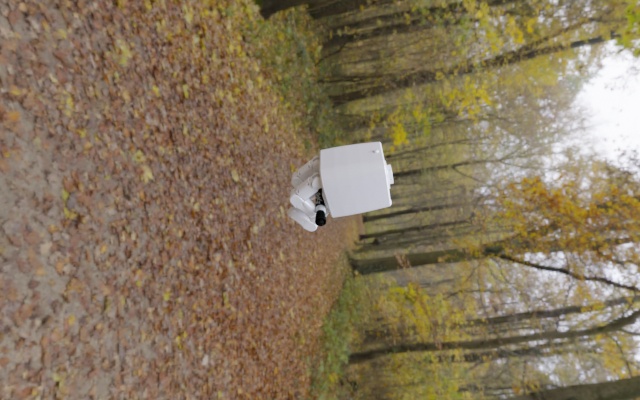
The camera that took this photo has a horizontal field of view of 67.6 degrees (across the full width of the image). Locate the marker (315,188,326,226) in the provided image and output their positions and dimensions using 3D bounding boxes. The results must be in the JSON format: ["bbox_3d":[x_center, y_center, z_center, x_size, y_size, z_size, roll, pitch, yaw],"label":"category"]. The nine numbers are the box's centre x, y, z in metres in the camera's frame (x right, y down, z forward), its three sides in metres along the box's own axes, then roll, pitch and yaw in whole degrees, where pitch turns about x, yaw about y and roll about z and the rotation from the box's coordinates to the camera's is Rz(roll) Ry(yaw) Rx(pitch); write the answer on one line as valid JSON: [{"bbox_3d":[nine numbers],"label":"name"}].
[{"bbox_3d":[0.000,0.003,0.821,0.020,0.020,0.121,0,36,0],"label":"marker"}]
